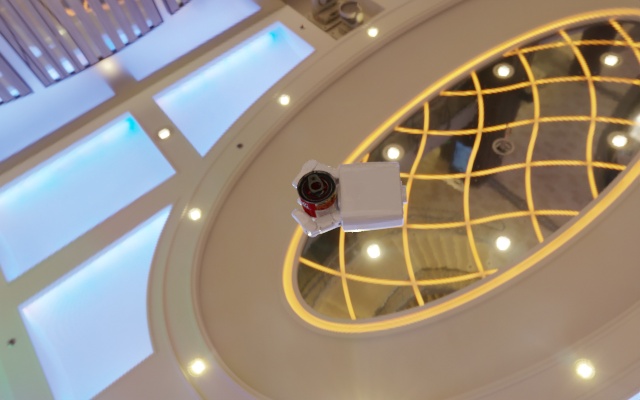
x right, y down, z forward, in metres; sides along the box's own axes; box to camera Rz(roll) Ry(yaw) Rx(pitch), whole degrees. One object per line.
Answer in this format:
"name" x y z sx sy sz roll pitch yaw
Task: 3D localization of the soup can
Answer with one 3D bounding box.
"soup can" 0.000 0.003 0.850 0.068 0.068 0.102 0 -32 9
